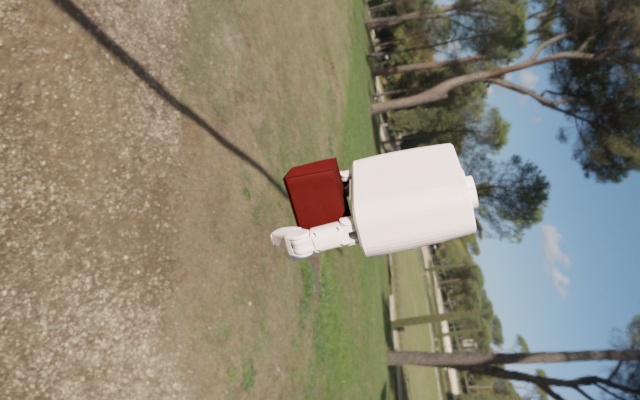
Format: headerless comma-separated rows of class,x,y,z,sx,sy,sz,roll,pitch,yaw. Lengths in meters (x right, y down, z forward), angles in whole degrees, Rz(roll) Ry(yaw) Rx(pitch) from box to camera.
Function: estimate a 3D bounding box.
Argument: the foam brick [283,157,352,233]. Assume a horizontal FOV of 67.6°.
foam brick,0.000,0.001,0.490,0.051,0.078,0.053,-13,17,10
